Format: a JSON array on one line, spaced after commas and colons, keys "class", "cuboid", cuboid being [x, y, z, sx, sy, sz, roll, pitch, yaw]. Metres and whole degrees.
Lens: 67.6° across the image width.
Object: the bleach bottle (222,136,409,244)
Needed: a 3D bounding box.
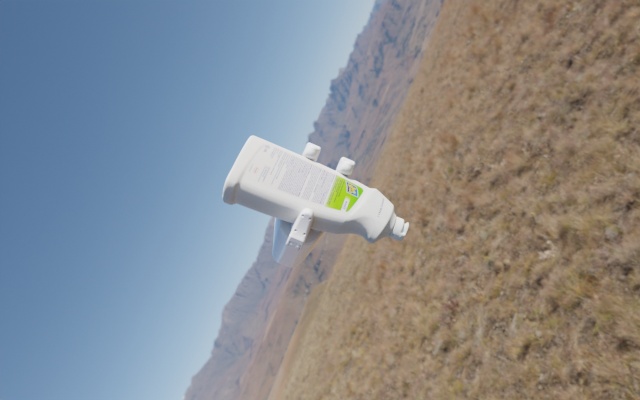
[{"class": "bleach bottle", "cuboid": [0.000, 0.002, 0.662, 0.251, 0.102, 0.068, 23, -31, -2]}]
